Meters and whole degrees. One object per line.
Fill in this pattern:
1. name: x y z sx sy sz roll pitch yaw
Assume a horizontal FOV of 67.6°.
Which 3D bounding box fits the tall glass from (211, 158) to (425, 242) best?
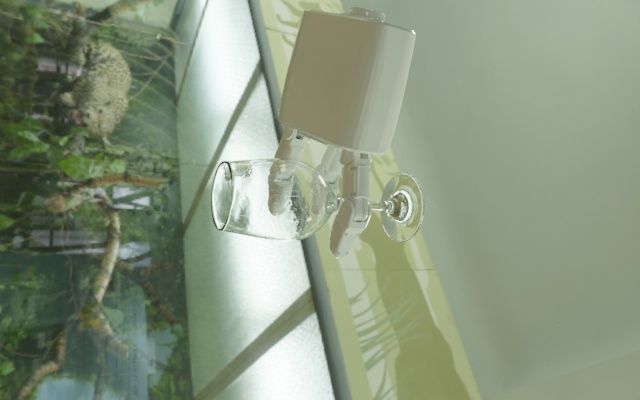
1. tall glass: 0.001 0.002 0.466 0.201 0.079 0.079 3 -2 -28
